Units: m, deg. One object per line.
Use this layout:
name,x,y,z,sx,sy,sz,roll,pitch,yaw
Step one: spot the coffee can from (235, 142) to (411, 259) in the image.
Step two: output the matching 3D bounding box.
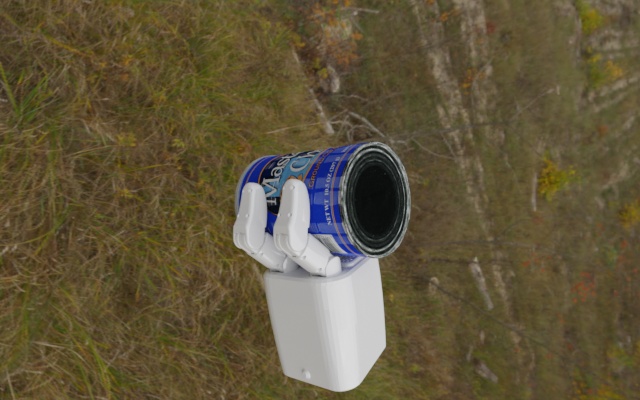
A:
coffee can,0.000,0.001,0.463,0.140,0.103,0.103,-2,-2,43
